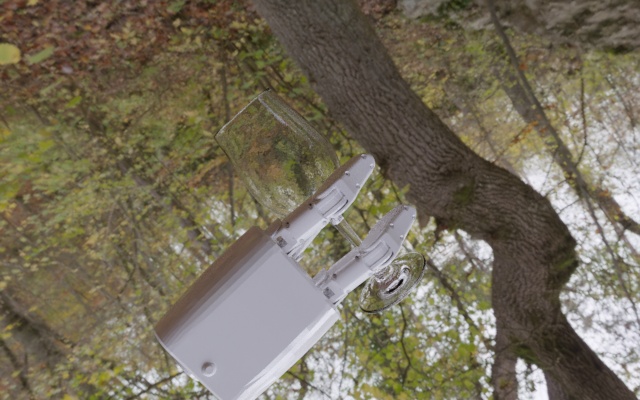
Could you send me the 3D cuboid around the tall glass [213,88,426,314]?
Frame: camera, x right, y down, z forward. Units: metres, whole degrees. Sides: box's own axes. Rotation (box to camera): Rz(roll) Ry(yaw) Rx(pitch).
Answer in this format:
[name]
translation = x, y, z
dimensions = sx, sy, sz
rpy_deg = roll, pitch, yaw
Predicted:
[tall glass]
translation = 0.001, 0.002, 0.408
dimensions = 0.079, 0.201, 0.079
rpy_deg = -39, 13, 10
